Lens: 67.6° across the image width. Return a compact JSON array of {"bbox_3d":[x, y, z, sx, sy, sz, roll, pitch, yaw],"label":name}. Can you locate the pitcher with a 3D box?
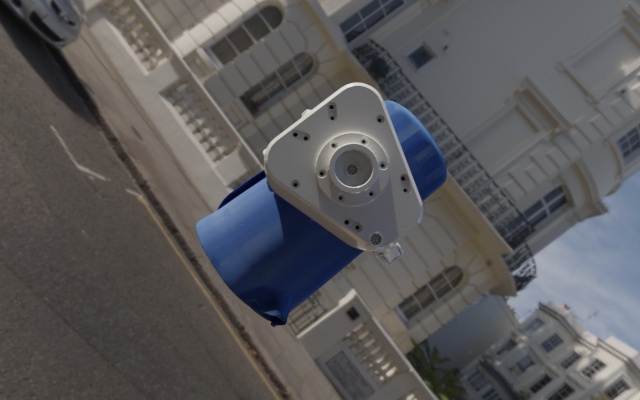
[{"bbox_3d":[0.000,0.002,0.503,0.243,0.149,0.145,-37,-2,-2],"label":"pitcher"}]
